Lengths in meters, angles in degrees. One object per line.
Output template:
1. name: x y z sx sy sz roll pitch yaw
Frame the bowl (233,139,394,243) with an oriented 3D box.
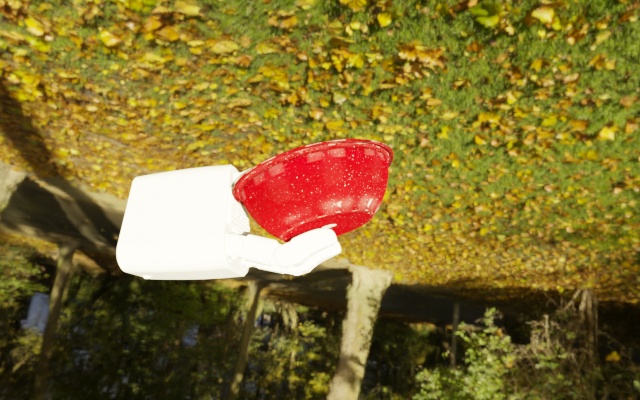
1. bowl: 0.001 0.001 0.462 0.162 0.055 0.162 -14 -17 -4
